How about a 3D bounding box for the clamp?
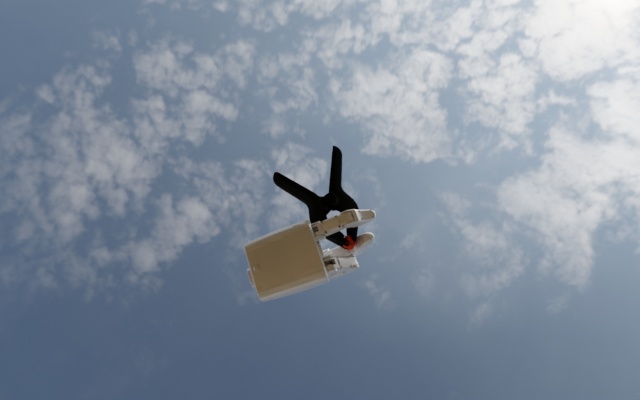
[{"bbox_3d":[0.000,0.003,0.755,0.120,0.171,0.039,-19,-20,-2],"label":"clamp"}]
